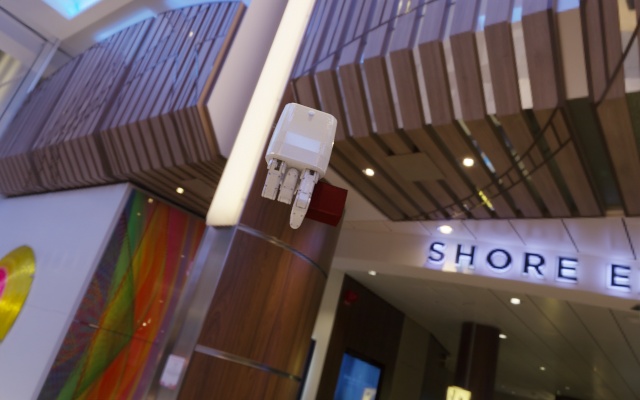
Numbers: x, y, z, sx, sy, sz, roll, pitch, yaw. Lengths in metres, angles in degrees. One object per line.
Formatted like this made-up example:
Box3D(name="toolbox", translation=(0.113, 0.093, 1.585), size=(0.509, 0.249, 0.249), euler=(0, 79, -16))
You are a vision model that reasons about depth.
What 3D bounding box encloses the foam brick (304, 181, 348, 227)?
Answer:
Box3D(name="foam brick", translation=(0.000, 0.003, 0.789), size=(0.078, 0.051, 0.053), euler=(17, -22, -4))
